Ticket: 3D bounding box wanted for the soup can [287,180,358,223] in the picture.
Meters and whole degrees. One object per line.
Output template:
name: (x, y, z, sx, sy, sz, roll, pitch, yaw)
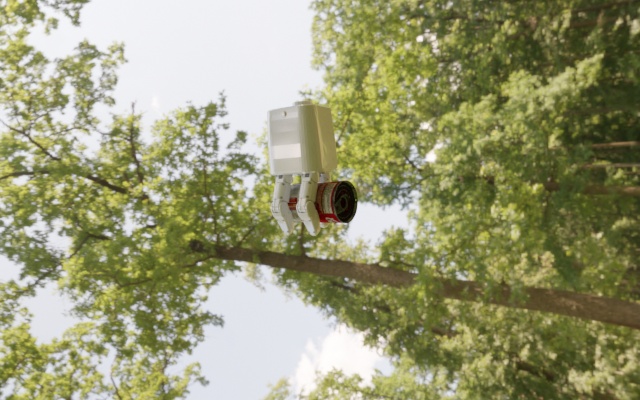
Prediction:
soup can: (0.000, 0.003, 0.780, 0.102, 0.068, 0.068, -1, 0, 36)
